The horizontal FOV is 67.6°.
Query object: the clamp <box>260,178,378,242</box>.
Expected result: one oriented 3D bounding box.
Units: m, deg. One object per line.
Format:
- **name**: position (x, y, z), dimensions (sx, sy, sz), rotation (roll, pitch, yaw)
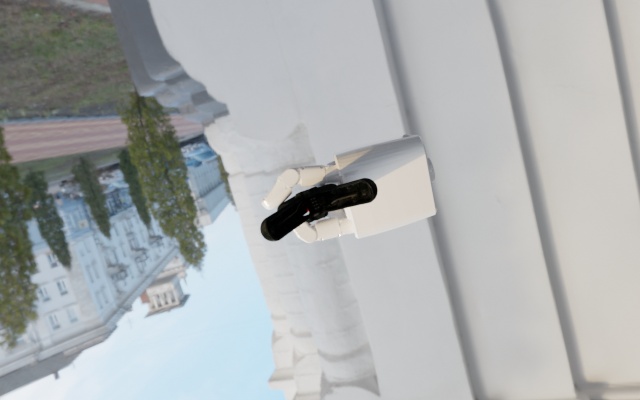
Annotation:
- **clamp**: position (0.000, 0.002, 0.528), dimensions (0.120, 0.039, 0.171), rotation (-16, 8, 3)
